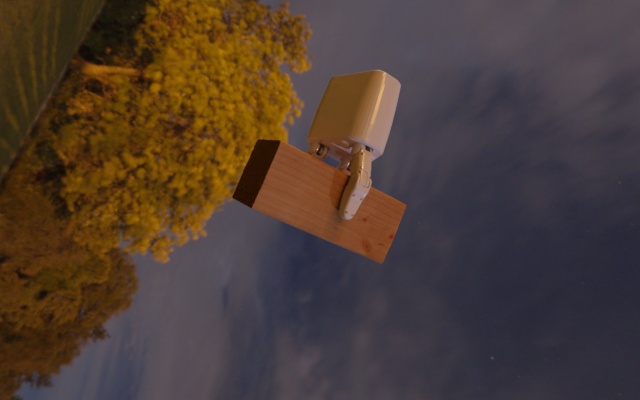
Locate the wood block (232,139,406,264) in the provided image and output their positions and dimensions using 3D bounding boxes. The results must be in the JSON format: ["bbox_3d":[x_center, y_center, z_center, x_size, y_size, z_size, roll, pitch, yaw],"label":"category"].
[{"bbox_3d":[0.001,0.002,0.645,0.206,0.090,0.091,25,-3,-26],"label":"wood block"}]
